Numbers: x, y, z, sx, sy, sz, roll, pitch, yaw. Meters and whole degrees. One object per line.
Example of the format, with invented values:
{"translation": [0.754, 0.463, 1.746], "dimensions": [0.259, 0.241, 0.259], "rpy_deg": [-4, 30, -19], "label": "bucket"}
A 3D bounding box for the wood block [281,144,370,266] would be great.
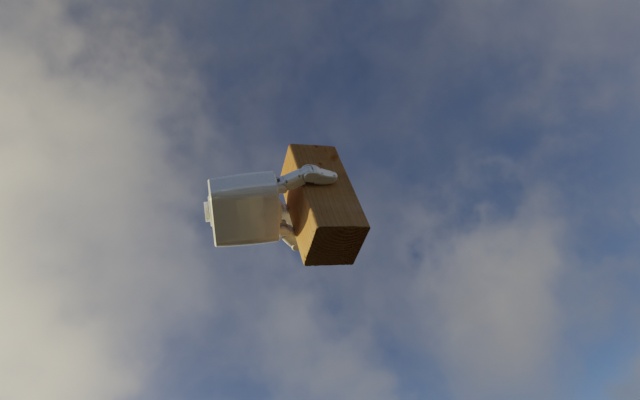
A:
{"translation": [0.000, 0.002, 0.807], "dimensions": [0.090, 0.091, 0.206], "rpy_deg": [1, 42, -21], "label": "wood block"}
